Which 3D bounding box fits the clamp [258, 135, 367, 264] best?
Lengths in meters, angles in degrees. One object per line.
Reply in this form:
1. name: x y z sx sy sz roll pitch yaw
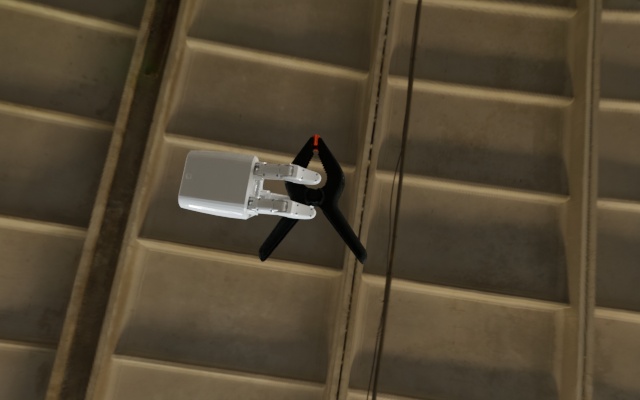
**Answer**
1. clamp: 0.000 0.002 0.747 0.164 0.210 0.036 8 -13 1
